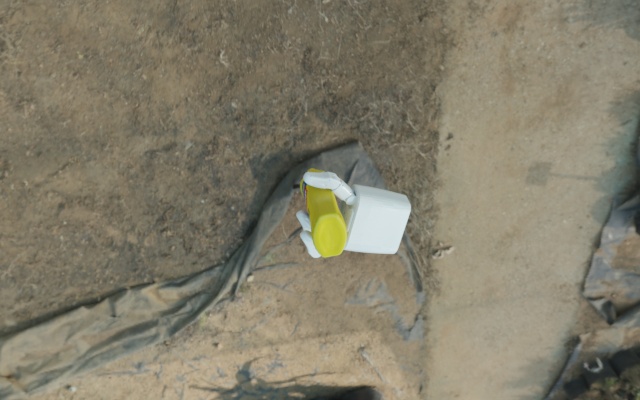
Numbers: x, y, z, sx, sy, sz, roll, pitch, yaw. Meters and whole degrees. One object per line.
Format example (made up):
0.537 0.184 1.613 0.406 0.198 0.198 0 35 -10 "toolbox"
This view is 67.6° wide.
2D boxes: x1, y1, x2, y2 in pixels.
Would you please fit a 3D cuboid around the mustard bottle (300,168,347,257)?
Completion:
0.000 0.003 0.846 0.058 0.096 0.191 -11 39 -4 "mustard bottle"
